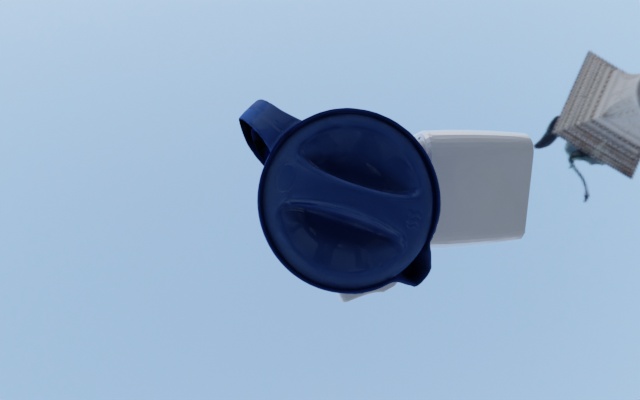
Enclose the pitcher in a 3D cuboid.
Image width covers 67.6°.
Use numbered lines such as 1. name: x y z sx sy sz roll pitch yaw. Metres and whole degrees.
1. pitcher: 0.000 0.002 0.451 0.145 0.149 0.243 -1 -5 -8
